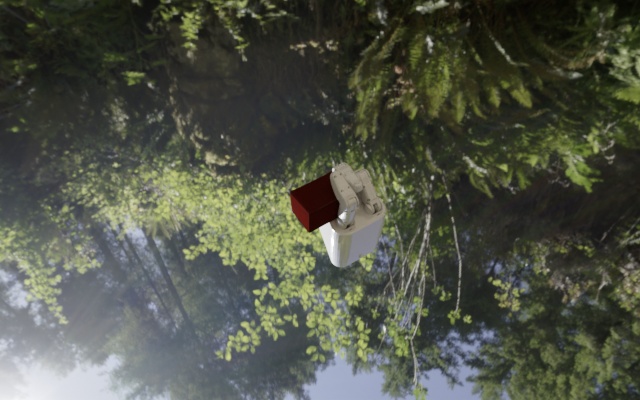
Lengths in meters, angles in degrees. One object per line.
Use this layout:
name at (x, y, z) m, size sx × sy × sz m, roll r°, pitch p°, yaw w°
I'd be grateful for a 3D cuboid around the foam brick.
foam brick at (0.000, 0.002, 0.727) m, size 0.078 × 0.053 × 0.051 m, roll -26°, pitch -32°, yaw -21°
